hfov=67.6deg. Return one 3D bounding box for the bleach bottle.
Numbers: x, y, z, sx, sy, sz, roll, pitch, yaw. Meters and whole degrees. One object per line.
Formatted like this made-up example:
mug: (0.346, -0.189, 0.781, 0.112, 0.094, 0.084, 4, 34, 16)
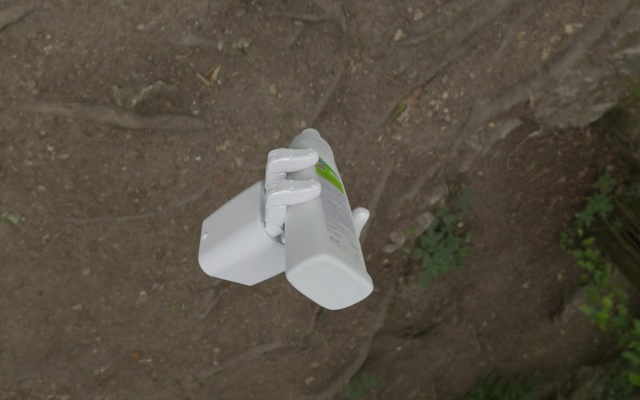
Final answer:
bleach bottle: (0.000, 0.002, 0.593, 0.068, 0.250, 0.103, -31, -50, 23)
